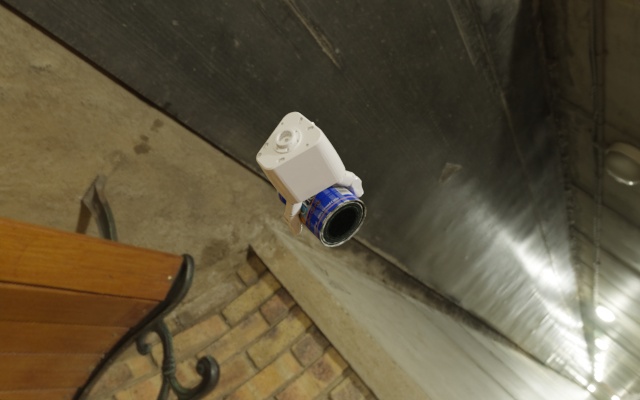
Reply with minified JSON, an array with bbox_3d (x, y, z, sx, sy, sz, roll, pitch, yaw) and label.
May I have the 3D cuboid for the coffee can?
[{"bbox_3d":[0.000,0.003,0.877,0.103,0.103,0.140,0,34,-45],"label":"coffee can"}]
